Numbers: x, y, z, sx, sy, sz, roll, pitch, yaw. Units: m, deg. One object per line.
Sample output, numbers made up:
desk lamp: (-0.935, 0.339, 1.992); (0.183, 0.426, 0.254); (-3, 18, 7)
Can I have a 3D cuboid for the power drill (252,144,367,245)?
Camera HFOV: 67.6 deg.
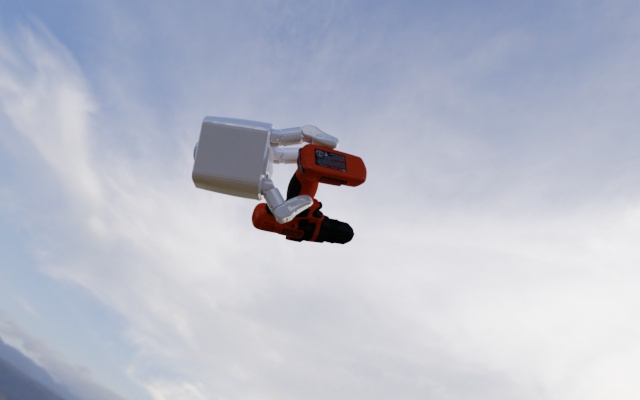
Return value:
power drill: (0.000, 0.002, 0.770); (0.184, 0.057, 0.188); (11, -44, -21)
